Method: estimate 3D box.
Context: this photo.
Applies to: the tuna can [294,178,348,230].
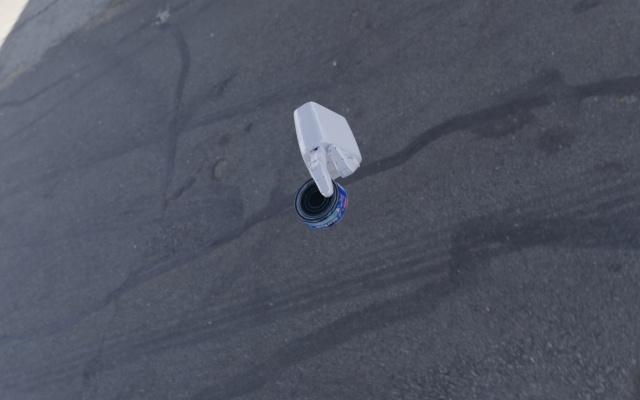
[{"bbox_3d":[0.000,0.002,0.791,0.086,0.086,0.034,0,-23,30],"label":"tuna can"}]
